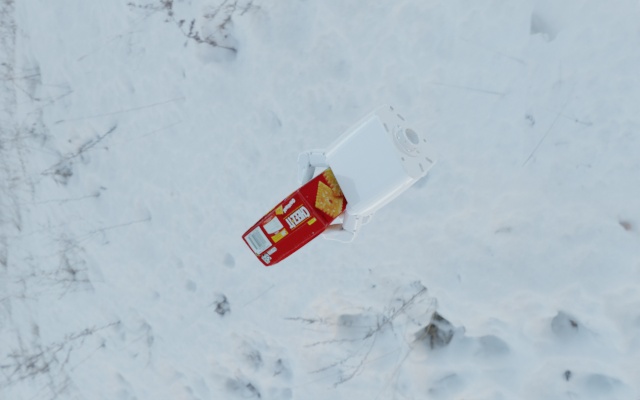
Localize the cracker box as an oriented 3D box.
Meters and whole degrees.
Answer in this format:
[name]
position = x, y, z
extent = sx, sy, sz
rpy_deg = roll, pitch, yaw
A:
[cracker box]
position = 0.000, 0.002, 0.754
extent = 0.164, 0.072, 0.213
rpy_deg = -37, 0, 43
